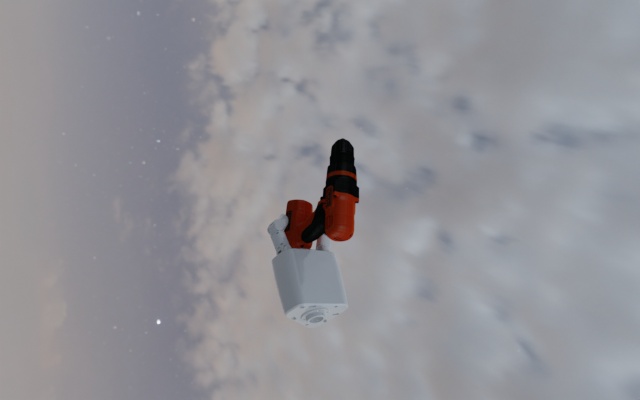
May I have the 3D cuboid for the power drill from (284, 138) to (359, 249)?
[{"bbox_3d":[0.000,0.003,0.844,0.057,0.184,0.188,17,-29,-23],"label":"power drill"}]
